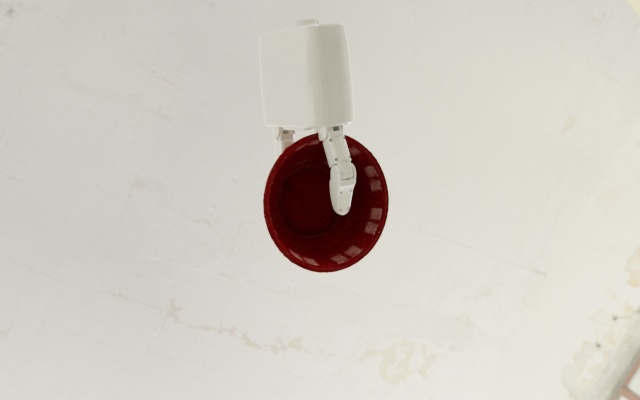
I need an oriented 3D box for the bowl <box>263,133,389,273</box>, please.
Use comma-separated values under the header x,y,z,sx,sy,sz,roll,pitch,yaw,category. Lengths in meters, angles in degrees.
x,y,z,sx,sy,sz,roll,pitch,yaw,category
0.000,0.003,0.568,0.162,0.162,0.055,0,1,-26,bowl
